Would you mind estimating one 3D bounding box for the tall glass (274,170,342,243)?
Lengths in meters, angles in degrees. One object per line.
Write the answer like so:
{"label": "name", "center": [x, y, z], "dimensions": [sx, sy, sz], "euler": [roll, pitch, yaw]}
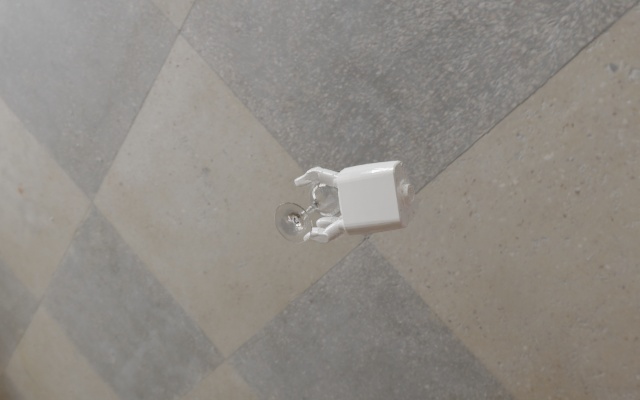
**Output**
{"label": "tall glass", "center": [0.000, 0.003, 0.882], "dimensions": [0.079, 0.079, 0.201], "euler": [0, 21, 30]}
